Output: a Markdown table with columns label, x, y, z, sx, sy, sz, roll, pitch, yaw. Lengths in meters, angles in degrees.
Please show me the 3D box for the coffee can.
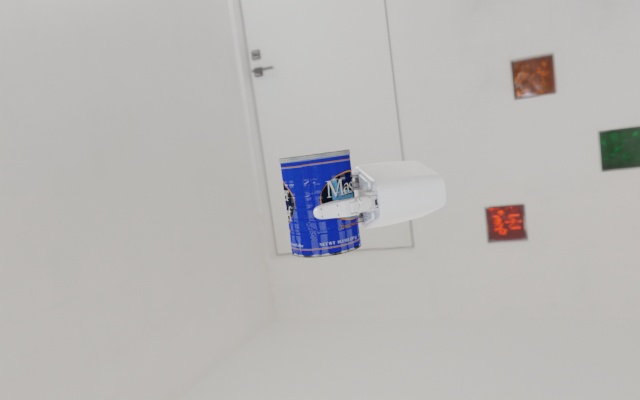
| label | x | y | z | sx | sy | sz | roll | pitch | yaw |
| --- | --- | --- | --- | --- | --- | --- | --- | --- | --- |
| coffee can | 0.000 | 0.002 | 0.691 | 0.103 | 0.140 | 0.103 | -7 | 6 | 1 |
